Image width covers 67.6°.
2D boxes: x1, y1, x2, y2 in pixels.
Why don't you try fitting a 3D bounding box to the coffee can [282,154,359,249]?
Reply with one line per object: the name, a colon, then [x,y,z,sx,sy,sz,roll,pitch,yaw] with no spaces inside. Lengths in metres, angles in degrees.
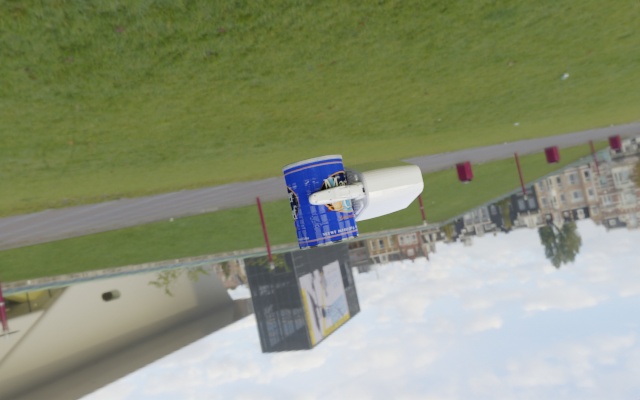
coffee can: [0.000,0.003,0.802,0.103,0.140,0.103,-12,-2,0]
